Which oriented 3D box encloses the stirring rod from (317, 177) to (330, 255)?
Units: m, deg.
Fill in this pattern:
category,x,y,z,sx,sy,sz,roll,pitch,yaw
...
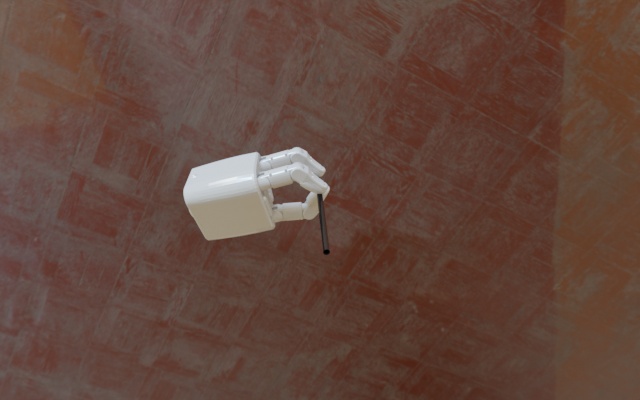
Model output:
category,x,y,z,sx,sy,sz,roll,pitch,yaw
stirring rod,0.000,0.002,0.660,0.011,0.011,0.239,0,29,-4
